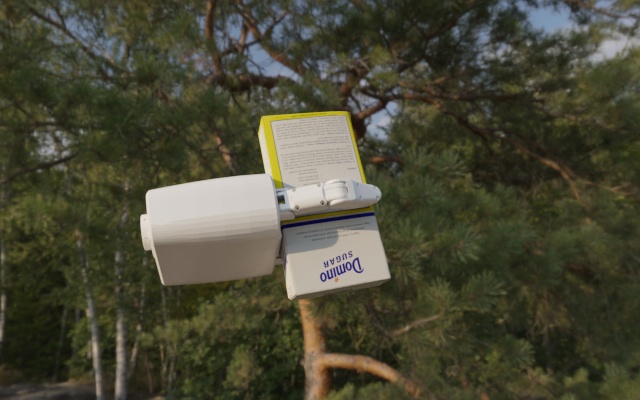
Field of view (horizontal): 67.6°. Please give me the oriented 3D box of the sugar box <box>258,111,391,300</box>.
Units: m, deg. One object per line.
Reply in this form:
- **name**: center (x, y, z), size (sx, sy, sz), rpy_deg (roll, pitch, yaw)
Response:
- **sugar box**: center (0.000, 0.002, 0.463), size (0.093, 0.176, 0.048), rpy_deg (-7, -16, -15)
